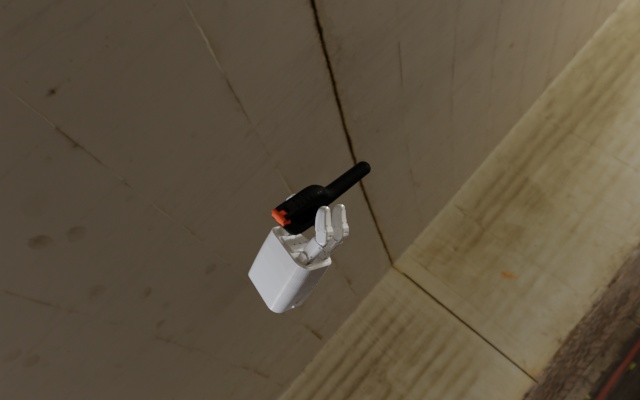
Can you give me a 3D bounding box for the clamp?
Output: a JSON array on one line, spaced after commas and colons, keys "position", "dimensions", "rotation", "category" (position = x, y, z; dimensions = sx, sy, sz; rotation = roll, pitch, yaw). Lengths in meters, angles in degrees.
[{"position": [-0.001, 0.002, 0.791], "dimensions": [0.036, 0.164, 0.210], "rotation": [41, 22, 22], "category": "clamp"}]
